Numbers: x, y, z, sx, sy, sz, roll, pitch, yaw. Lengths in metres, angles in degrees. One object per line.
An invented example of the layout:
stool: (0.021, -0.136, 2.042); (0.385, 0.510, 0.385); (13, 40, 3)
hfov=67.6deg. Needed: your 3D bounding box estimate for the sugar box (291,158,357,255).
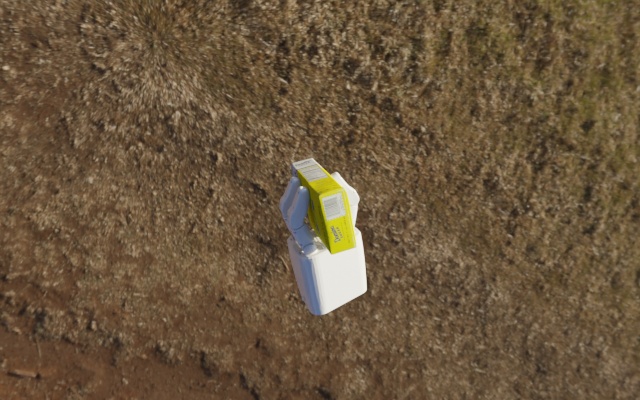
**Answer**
sugar box: (0.000, 0.003, 0.725); (0.048, 0.093, 0.176); (-17, 22, -13)
